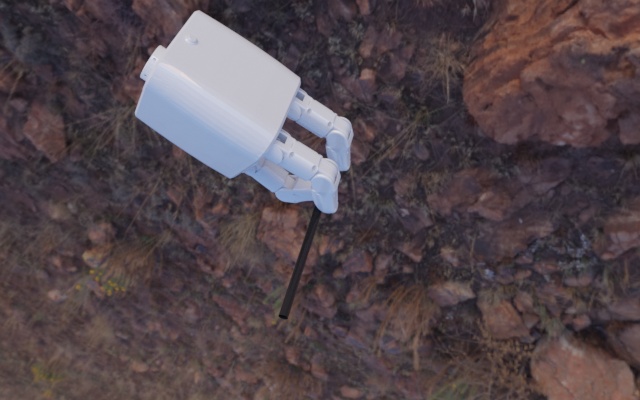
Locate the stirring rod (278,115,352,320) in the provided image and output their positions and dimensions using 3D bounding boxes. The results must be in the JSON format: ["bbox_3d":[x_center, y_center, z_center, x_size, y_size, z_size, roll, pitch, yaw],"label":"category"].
[{"bbox_3d":[0.000,0.001,0.455,0.011,0.239,0.011,12,-36,9],"label":"stirring rod"}]
